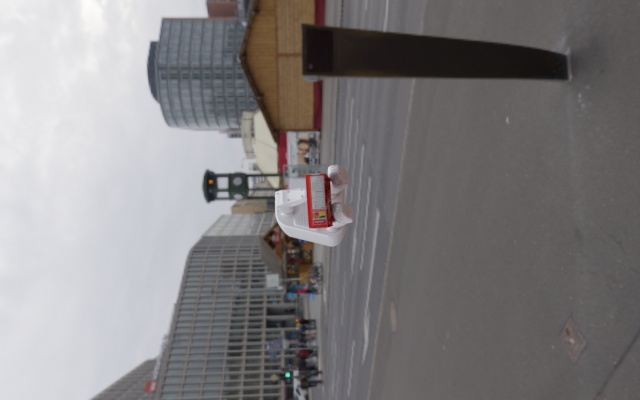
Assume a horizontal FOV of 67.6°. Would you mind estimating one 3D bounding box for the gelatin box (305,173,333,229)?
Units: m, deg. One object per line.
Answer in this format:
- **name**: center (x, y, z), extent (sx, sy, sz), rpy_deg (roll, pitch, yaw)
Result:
- **gelatin box**: center (0.000, 0.002, 0.672), extent (0.030, 0.073, 0.089), rpy_deg (-4, -3, 6)
